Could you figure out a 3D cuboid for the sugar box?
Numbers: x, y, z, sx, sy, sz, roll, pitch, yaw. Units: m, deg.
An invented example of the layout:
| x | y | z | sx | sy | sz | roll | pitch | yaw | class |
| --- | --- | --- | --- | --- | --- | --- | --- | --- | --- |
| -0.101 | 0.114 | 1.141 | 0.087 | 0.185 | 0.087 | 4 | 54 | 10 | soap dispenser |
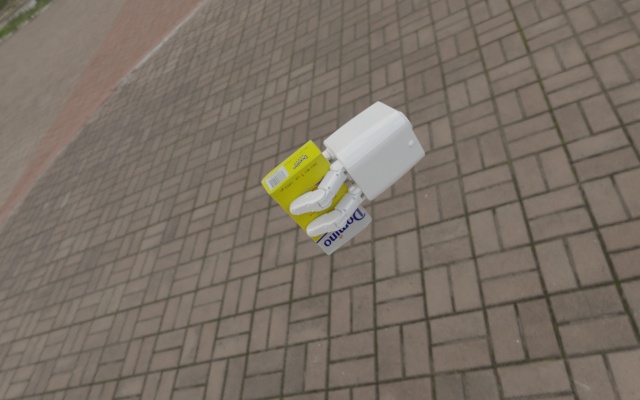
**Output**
| x | y | z | sx | sy | sz | roll | pitch | yaw | class |
| --- | --- | --- | --- | --- | --- | --- | --- | --- | --- |
| 0.000 | 0.002 | 0.712 | 0.176 | 0.093 | 0.048 | 49 | 5 | -41 | sugar box |
